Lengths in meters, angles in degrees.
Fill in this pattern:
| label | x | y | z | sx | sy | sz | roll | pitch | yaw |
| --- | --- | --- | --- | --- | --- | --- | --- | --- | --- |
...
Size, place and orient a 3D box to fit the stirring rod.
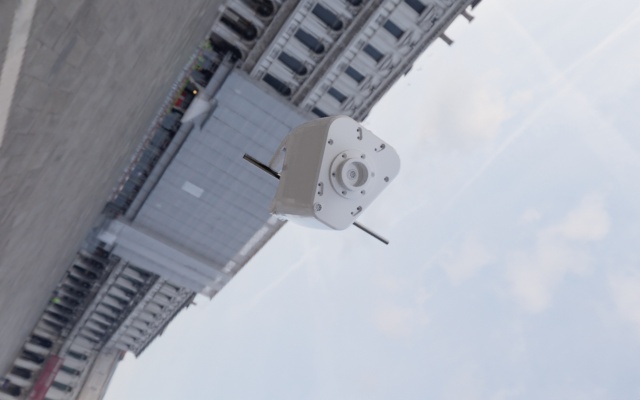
| label | x | y | z | sx | sy | sz | roll | pitch | yaw |
| --- | --- | --- | --- | --- | --- | --- | --- | --- | --- |
| stirring rod | 0.000 | 0.002 | 0.646 | 0.239 | 0.011 | 0.011 | 31 | -12 | -20 |
